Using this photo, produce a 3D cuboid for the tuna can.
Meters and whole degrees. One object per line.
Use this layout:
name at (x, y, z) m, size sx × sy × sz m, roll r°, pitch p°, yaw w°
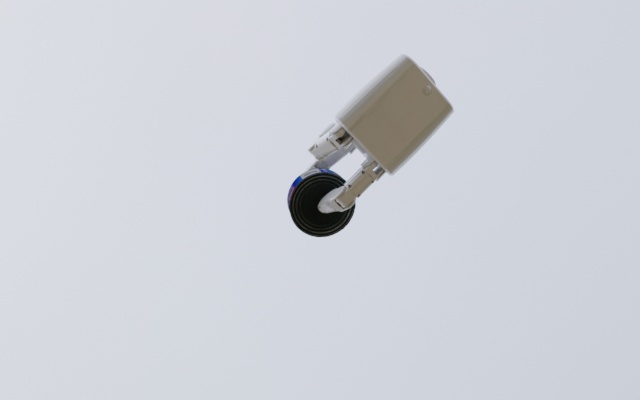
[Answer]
tuna can at (0.000, 0.002, 0.618) m, size 0.086 × 0.086 × 0.033 m, roll 0°, pitch 16°, yaw -11°
